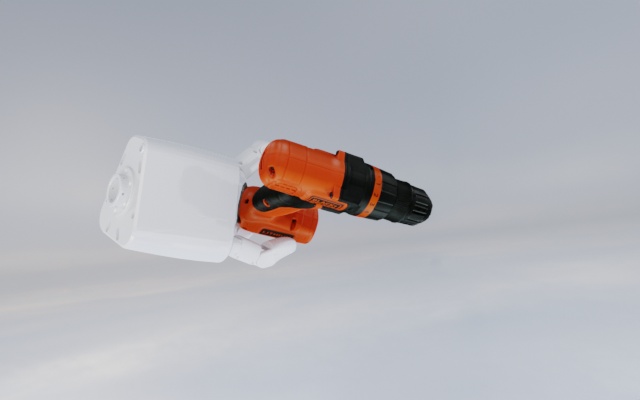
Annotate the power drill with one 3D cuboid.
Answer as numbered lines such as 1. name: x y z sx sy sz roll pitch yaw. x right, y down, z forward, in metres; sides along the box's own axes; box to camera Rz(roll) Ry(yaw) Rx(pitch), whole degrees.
1. power drill: 0.000 0.002 0.518 0.184 0.057 0.188 18 -23 -22
